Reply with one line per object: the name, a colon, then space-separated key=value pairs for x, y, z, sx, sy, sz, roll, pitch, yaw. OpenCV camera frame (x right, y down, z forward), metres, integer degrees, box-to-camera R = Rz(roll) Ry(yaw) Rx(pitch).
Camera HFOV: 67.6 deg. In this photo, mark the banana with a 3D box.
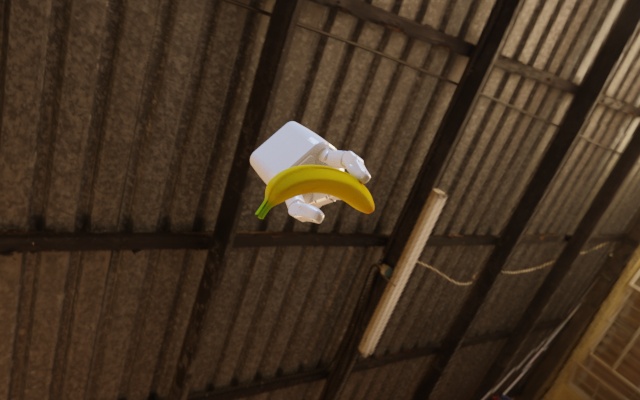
banana: x=0.002 y=-0.014 z=0.645 sx=0.198 sy=0.070 sz=0.037 roll=-1 pitch=28 yaw=-35
